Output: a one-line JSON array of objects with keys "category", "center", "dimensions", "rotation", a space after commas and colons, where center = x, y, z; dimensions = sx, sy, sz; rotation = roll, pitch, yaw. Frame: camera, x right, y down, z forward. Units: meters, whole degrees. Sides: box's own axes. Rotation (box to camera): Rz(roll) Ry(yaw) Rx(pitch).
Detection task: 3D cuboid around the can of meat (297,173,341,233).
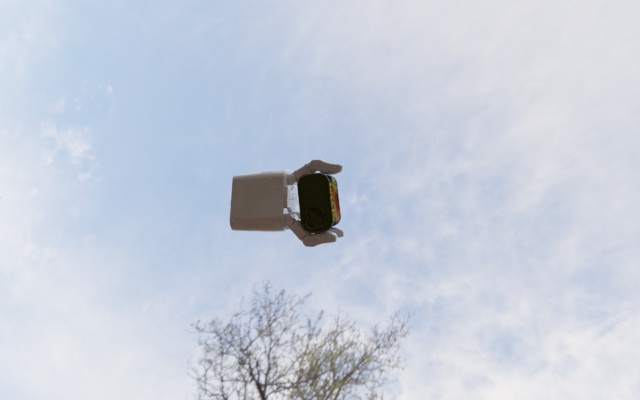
[{"category": "can of meat", "center": [0.000, 0.003, 0.848], "dimensions": [0.057, 0.102, 0.084], "rotation": [-6, 1, 14]}]
